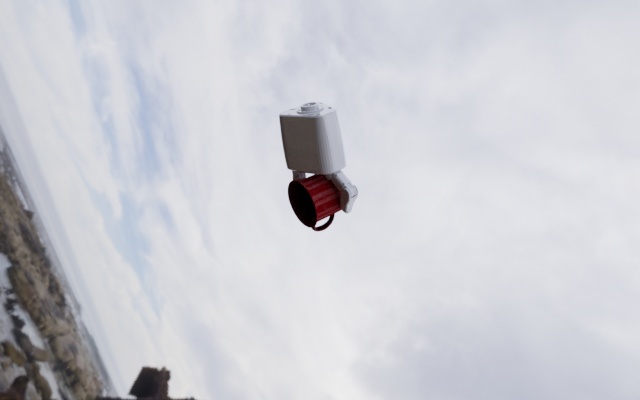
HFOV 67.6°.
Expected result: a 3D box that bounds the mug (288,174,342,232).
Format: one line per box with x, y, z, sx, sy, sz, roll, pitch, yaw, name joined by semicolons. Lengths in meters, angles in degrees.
0.001;0.004;0.885;0.081;0.117;0.093;-25;30;-28;mug
